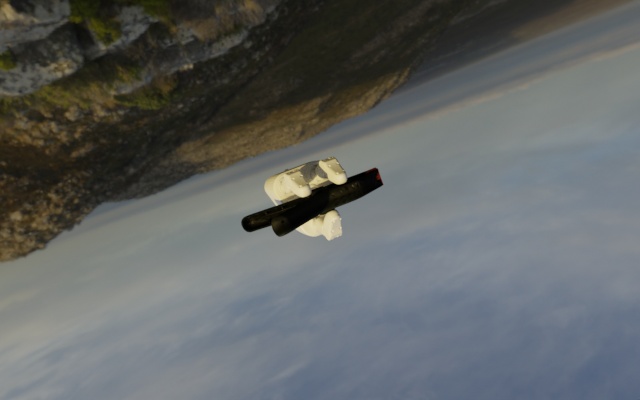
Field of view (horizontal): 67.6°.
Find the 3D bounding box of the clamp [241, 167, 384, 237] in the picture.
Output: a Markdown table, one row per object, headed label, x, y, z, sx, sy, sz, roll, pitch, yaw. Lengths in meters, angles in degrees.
| label | x | y | z | sx | sy | sz | roll | pitch | yaw |
| --- | --- | --- | --- | --- | --- | --- | --- | --- | --- |
| clamp | 0.001 | 0.003 | 0.658 | 0.210 | 0.036 | 0.164 | -22 | 8 | -15 |
